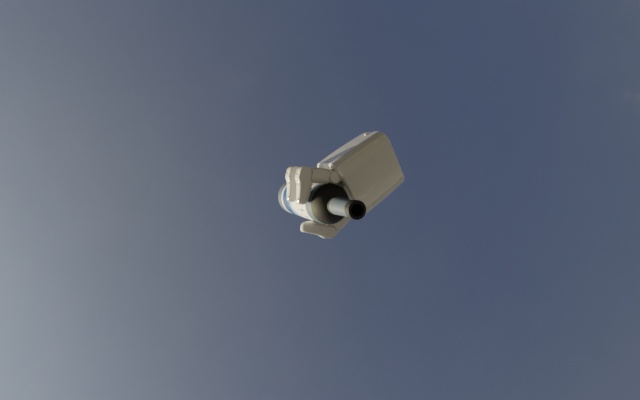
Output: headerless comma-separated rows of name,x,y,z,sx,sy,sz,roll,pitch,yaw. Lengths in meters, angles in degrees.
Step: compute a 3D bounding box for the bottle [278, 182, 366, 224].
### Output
bottle,0.000,0.003,0.796,0.069,0.069,0.295,0,4,-20
